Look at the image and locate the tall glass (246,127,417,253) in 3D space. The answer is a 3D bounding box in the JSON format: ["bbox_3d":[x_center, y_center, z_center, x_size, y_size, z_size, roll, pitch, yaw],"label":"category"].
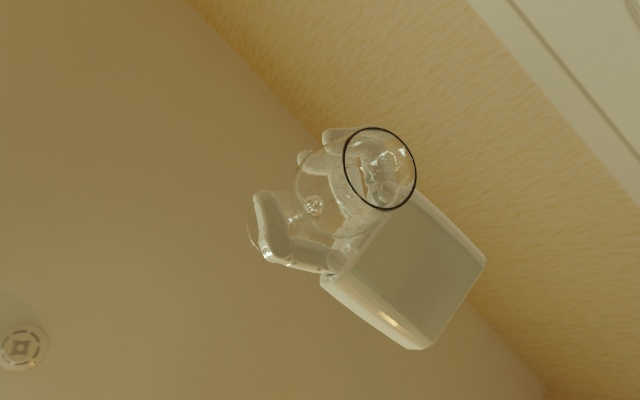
[{"bbox_3d":[0.000,0.001,0.420,0.079,0.079,0.201,0,-14,-26],"label":"tall glass"}]
